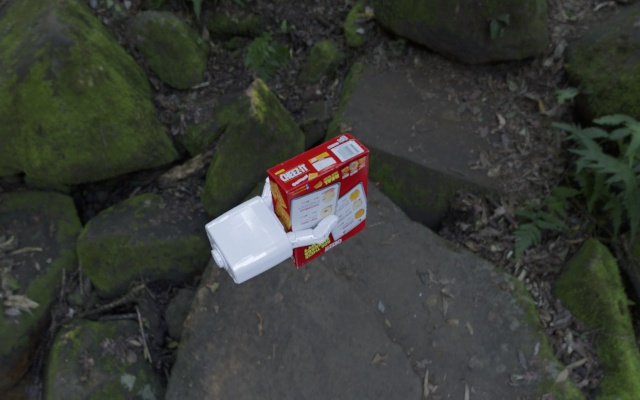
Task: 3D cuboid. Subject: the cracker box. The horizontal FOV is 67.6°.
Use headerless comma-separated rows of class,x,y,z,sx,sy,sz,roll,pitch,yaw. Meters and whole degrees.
cracker box,0.000,0.003,0.856,0.164,0.214,0.072,-28,54,-20
